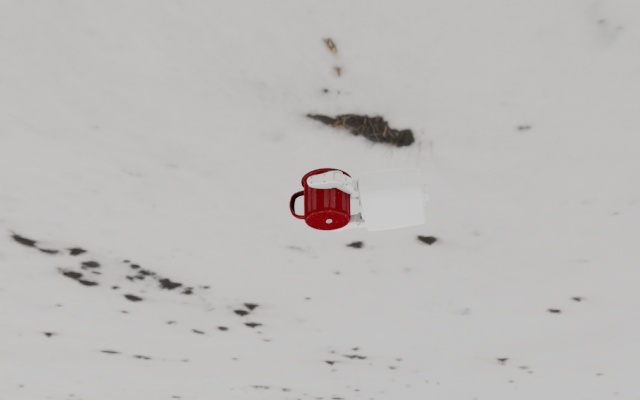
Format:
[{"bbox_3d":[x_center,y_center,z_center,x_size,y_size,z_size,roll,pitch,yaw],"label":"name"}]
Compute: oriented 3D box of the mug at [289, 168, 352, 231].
[{"bbox_3d":[-0.001,0.003,0.845,0.117,0.081,0.093,-8,-29,14],"label":"mug"}]
